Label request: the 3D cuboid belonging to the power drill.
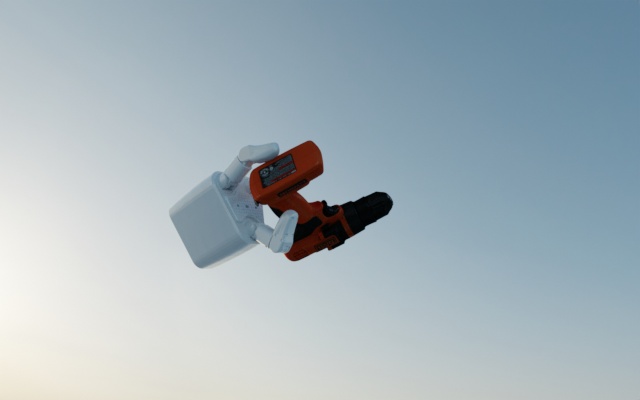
[{"bbox_3d":[0.000,0.002,0.675,0.184,0.057,0.188,-28,-42,6],"label":"power drill"}]
